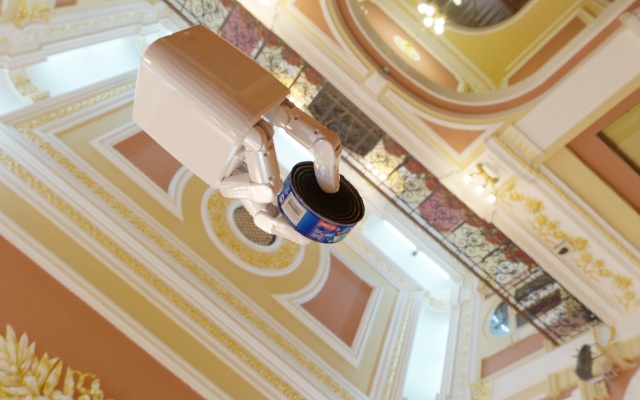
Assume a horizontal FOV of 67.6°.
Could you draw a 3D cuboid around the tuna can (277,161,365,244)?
[{"bbox_3d":[0.000,0.002,0.480,0.086,0.086,0.034,0,-42,-42],"label":"tuna can"}]
